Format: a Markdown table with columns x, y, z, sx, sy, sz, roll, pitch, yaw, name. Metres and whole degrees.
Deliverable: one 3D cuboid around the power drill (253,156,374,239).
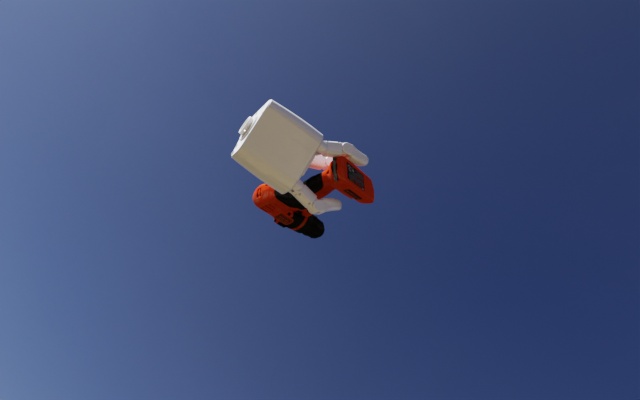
| x | y | z | sx | sy | sz | roll | pitch | yaw | name |
| --- | --- | --- | --- | --- | --- | --- | --- | --- | --- |
| 0.000 | 0.003 | 0.866 | 0.188 | 0.057 | 0.184 | -25 | -38 | 28 | power drill |
